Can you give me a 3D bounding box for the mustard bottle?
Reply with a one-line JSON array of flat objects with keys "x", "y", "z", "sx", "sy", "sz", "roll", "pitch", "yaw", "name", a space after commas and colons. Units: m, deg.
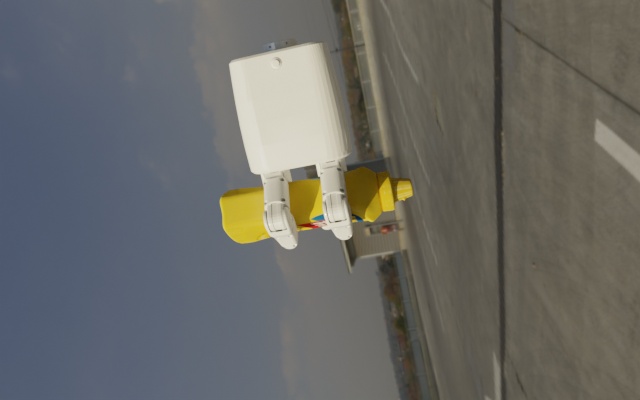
[{"x": 0.000, "y": 0.002, "z": 0.502, "sx": 0.191, "sy": 0.058, "sz": 0.096, "roll": -10, "pitch": -10, "yaw": 7, "name": "mustard bottle"}]
